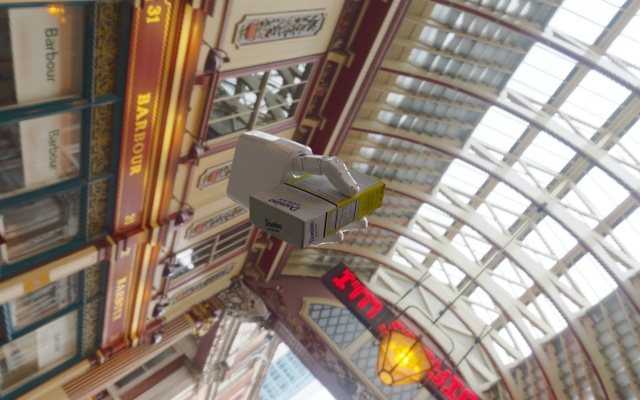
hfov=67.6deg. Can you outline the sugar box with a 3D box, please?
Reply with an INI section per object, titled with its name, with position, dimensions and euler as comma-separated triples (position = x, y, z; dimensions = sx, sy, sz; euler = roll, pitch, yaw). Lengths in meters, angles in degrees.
[sugar box]
position = 0.000, 0.002, 0.633
dimensions = 0.093, 0.048, 0.176
euler = 23, 33, 34
